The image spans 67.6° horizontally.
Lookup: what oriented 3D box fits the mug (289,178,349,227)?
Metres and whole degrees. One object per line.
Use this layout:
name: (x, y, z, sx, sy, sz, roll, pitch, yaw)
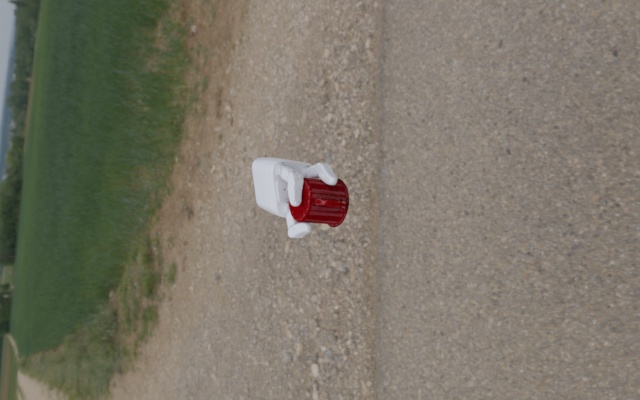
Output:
mug: (0.001, 0.003, 0.873, 0.081, 0.093, 0.117, 5, 4, -32)
